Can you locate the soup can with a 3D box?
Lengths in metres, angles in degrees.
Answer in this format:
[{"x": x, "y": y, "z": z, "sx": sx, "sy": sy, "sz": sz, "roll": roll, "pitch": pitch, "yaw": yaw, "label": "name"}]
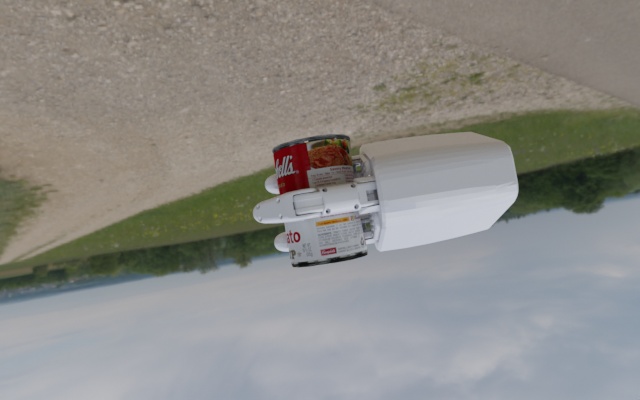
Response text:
[{"x": 0.000, "y": 0.002, "z": 0.409, "sx": 0.068, "sy": 0.102, "sz": 0.068, "roll": -9, "pitch": -3, "yaw": 0, "label": "soup can"}]
